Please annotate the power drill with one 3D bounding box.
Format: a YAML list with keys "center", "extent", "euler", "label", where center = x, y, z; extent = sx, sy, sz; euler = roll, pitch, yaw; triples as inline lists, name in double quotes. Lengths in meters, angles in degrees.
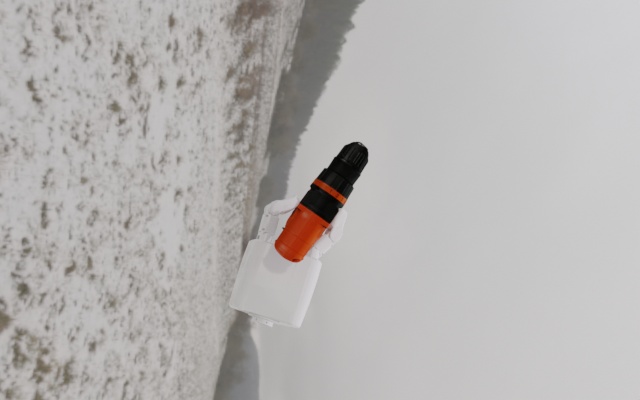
- center: [0.000, 0.003, 0.704]
  extent: [0.057, 0.184, 0.187]
  euler: [37, -3, 1]
  label: "power drill"
